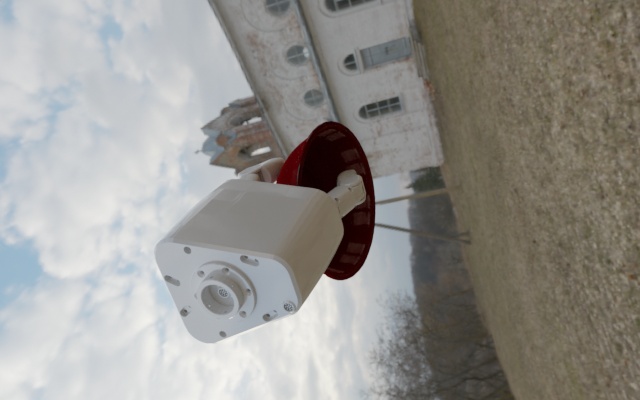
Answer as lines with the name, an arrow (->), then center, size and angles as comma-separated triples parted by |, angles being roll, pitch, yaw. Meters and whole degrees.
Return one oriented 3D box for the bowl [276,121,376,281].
bowl -> 0.000, 0.001, 0.500 | 0.055, 0.162, 0.162 | -4, -2, 32
